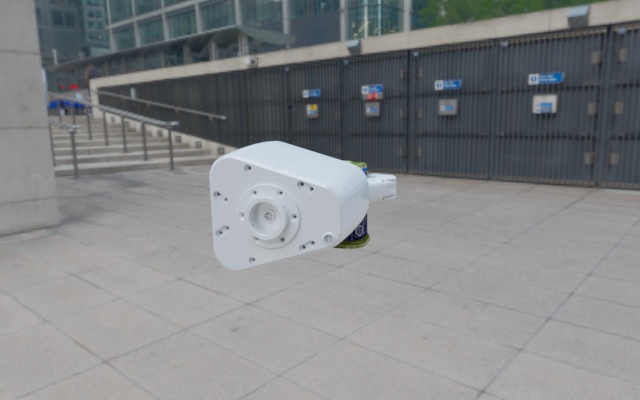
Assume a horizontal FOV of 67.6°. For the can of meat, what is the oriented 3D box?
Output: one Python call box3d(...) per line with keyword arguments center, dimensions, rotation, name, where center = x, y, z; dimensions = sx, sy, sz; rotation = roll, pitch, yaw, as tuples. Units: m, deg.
box3d(center=(0.000, 0.001, 0.503), dimensions=(0.102, 0.084, 0.057), rotation=(2, 11, 18), name="can of meat")
